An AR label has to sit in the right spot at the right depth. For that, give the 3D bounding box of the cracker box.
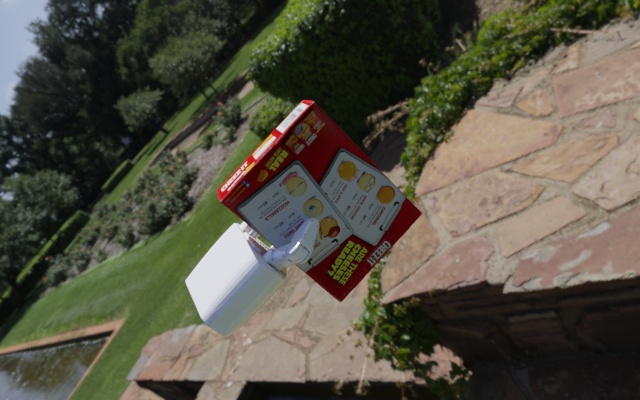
[{"bbox_3d":[0.000,0.002,0.622,0.214,0.164,0.072,43,0,-22],"label":"cracker box"}]
